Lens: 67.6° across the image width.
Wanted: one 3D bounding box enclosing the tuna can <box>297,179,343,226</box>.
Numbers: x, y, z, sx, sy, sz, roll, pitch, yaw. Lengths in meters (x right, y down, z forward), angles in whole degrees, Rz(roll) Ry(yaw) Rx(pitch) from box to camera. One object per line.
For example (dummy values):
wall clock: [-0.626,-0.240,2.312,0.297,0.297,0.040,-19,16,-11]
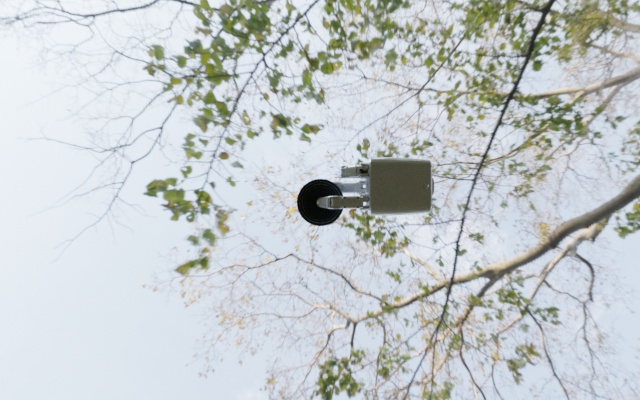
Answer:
tuna can: [0.000,0.003,0.875,0.086,0.086,0.034,0,3,0]
